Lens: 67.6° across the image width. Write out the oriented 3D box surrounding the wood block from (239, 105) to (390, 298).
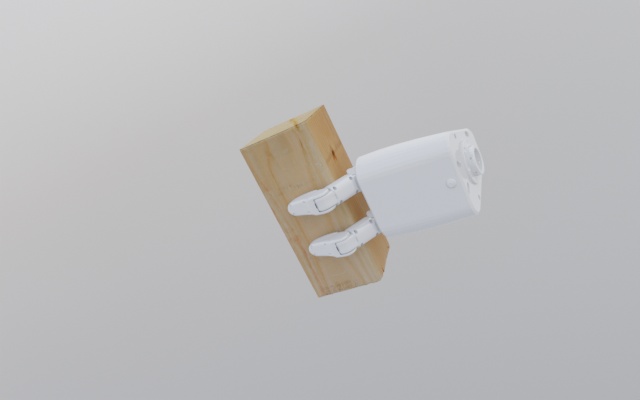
[{"bbox_3d":[0.000,0.002,0.587,0.090,0.206,0.090,-20,16,22],"label":"wood block"}]
